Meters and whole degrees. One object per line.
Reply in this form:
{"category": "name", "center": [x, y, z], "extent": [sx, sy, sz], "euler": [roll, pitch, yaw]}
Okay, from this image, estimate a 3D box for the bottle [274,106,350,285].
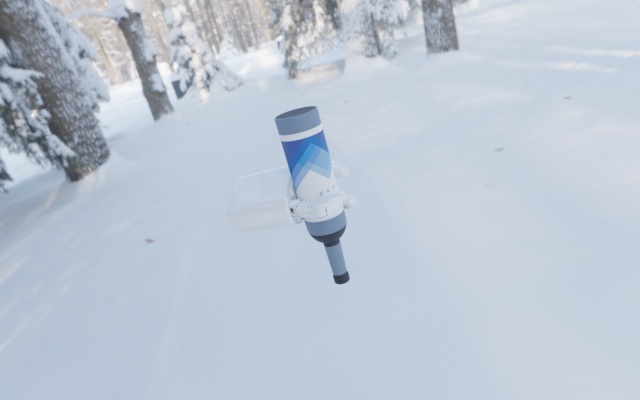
{"category": "bottle", "center": [0.000, 0.002, 0.759], "extent": [0.069, 0.296, 0.069], "euler": [-14, 20, 5]}
